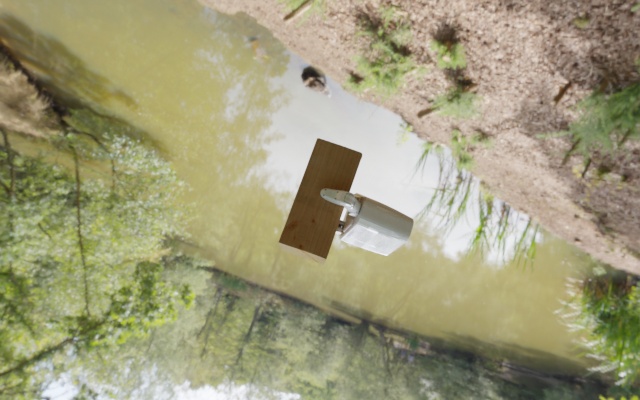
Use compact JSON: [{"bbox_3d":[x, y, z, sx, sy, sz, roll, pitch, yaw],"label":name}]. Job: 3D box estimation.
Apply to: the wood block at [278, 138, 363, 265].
[{"bbox_3d":[0.000,0.003,0.888,0.090,0.206,0.091,19,-14,2],"label":"wood block"}]
